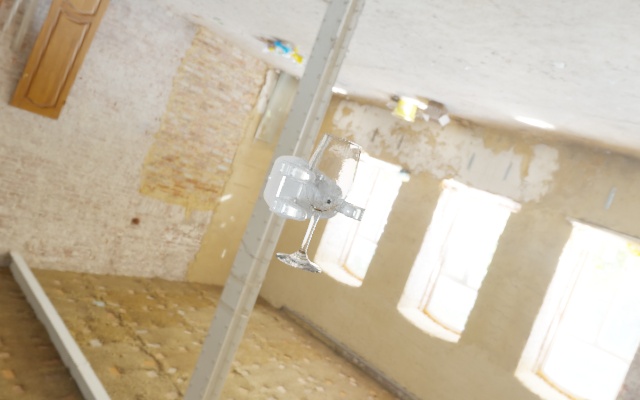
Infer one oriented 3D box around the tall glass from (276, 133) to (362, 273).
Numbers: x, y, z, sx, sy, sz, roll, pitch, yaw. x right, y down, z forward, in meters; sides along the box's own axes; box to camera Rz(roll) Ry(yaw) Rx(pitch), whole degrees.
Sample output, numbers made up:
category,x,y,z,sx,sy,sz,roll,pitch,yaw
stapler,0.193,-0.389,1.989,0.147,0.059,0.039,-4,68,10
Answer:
category,x,y,z,sx,sy,sz,roll,pitch,yaw
tall glass,0.000,0.003,0.724,0.079,0.201,0.079,20,4,-1
